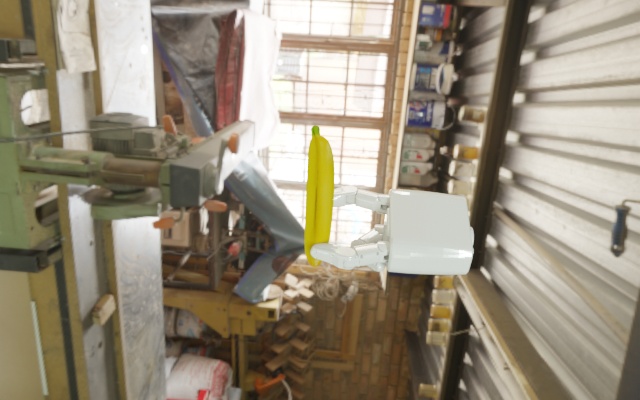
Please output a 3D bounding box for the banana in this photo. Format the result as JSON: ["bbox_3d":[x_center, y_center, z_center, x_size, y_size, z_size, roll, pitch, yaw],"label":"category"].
[{"bbox_3d":[-0.001,0.002,0.634,0.037,0.198,0.069,3,11,2],"label":"banana"}]
